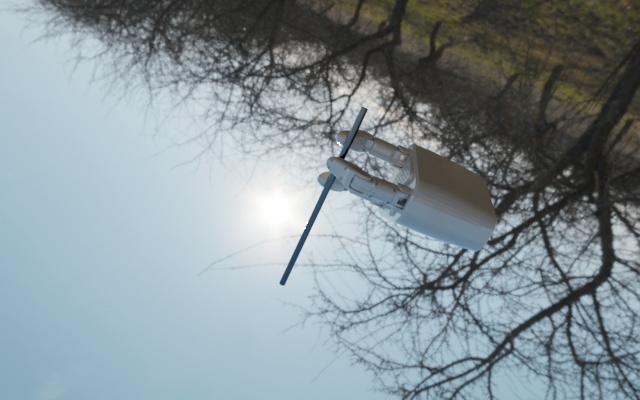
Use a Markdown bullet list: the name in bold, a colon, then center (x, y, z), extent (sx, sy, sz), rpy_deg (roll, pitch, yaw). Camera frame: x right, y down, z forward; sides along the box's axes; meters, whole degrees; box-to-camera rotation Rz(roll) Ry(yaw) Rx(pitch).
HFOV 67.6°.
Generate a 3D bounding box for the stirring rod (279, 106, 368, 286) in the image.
- **stirring rod**: center (0.000, 0.002, 0.561), extent (0.011, 0.239, 0.011), rpy_deg (22, 19, -8)
